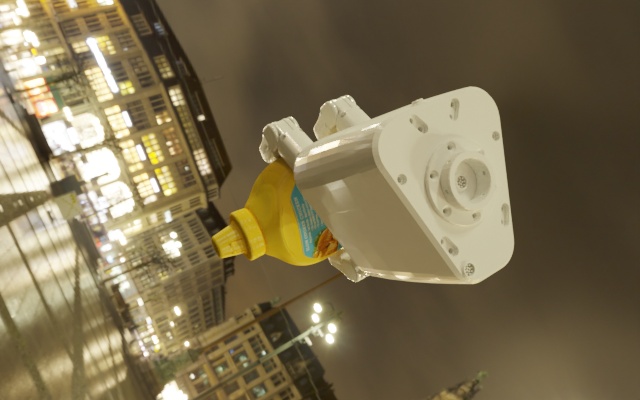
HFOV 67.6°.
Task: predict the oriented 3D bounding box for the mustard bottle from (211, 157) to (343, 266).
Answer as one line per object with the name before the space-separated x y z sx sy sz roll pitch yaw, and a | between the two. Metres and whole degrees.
mustard bottle | 0.000 0.001 0.405 0.191 0.096 0.058 -24 30 -23
